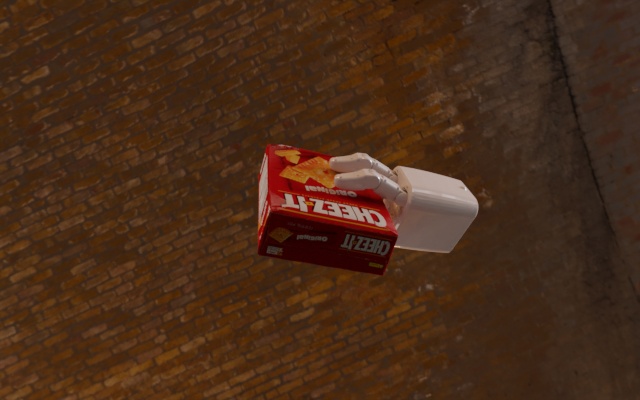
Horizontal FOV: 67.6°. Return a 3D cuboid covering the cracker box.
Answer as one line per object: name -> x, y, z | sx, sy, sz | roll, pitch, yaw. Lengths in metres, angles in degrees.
cracker box -> 0.000, 0.002, 0.660 | 0.164, 0.072, 0.213 | 11, 26, -12
